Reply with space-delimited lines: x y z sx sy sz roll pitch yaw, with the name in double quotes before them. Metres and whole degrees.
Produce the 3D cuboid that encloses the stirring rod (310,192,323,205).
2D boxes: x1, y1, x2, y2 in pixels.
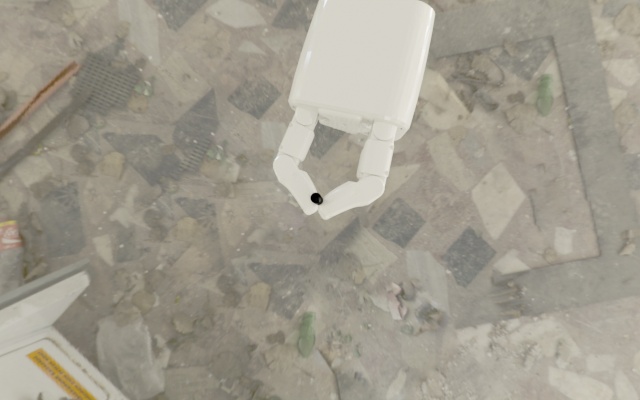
"stirring rod" 0.000 0.001 0.463 0.011 0.011 0.239 0 -2 2
